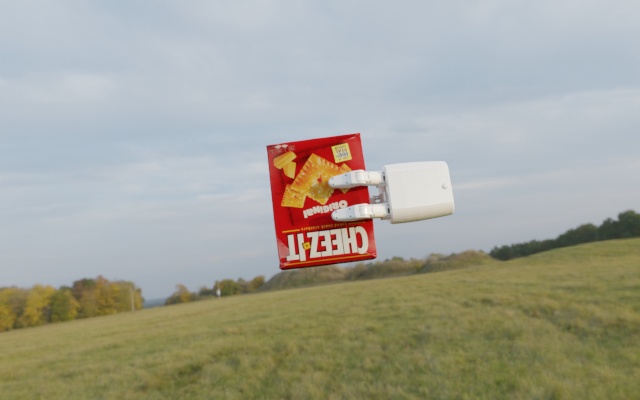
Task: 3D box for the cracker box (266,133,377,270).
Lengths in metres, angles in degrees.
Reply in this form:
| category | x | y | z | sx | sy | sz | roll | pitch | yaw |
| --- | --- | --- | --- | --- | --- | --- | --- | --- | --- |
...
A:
| category | x | y | z | sx | sy | sz | roll | pitch | yaw |
| --- | --- | --- | --- | --- | --- | --- | --- | --- | --- |
| cracker box | 0.000 | 0.003 | 0.812 | 0.164 | 0.213 | 0.072 | -7 | -9 | -1 |
